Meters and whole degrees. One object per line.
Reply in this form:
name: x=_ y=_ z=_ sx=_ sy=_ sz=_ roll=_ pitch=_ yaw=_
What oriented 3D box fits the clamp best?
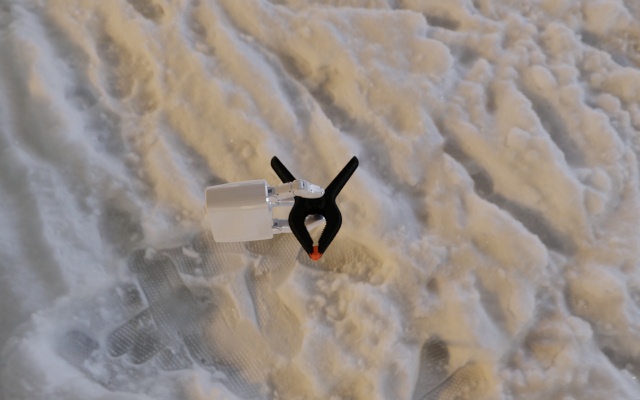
clamp: x=0.000 y=0.003 z=0.855 sx=0.164 sy=0.210 sz=0.036 roll=-7 pitch=-27 yaw=-3
